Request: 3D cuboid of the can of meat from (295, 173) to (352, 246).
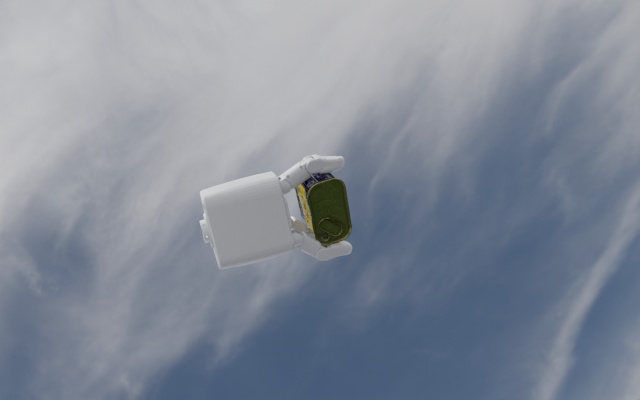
[{"bbox_3d":[0.000,0.002,0.708,0.057,0.102,0.084,-18,28,-14],"label":"can of meat"}]
